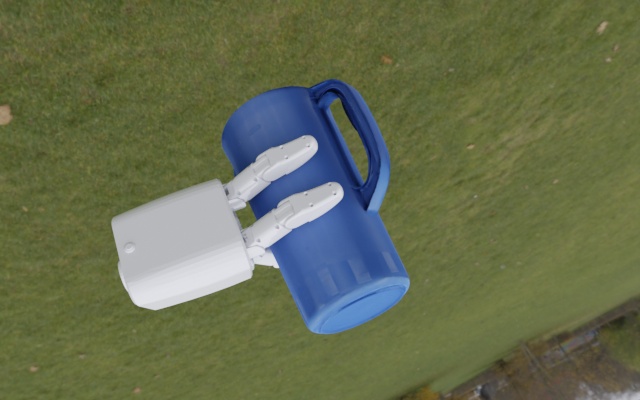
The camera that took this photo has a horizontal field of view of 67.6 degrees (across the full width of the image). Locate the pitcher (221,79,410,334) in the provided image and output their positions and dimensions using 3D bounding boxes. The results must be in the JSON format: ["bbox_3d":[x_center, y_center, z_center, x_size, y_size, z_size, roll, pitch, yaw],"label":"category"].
[{"bbox_3d":[0.000,0.002,0.498,0.145,0.242,0.149,-19,-28,-14],"label":"pitcher"}]
